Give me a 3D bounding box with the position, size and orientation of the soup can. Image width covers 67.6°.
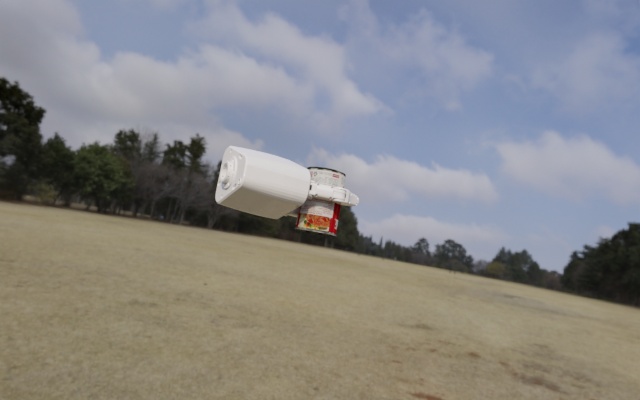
[{"bbox_3d":[0.001,0.002,0.770,0.068,0.102,0.068,10,-7,1],"label":"soup can"}]
